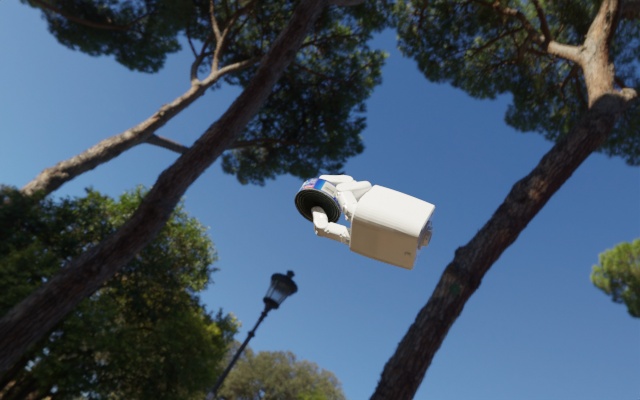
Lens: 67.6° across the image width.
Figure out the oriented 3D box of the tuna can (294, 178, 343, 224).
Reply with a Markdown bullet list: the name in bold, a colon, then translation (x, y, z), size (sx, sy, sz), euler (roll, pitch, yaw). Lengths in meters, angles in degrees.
- **tuna can**: translation (0.000, 0.002, 0.832), size (0.086, 0.086, 0.033), euler (0, 41, 31)
